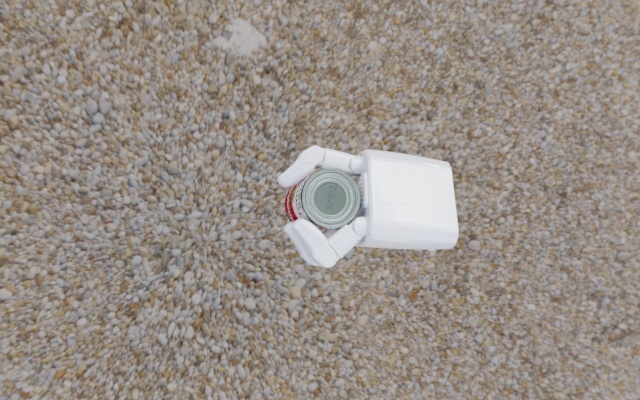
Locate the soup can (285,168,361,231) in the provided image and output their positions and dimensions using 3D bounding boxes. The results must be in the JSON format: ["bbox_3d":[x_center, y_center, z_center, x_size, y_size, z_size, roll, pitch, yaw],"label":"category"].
[{"bbox_3d":[0.000,0.002,0.551,0.068,0.068,0.102,0,-4,-14],"label":"soup can"}]
